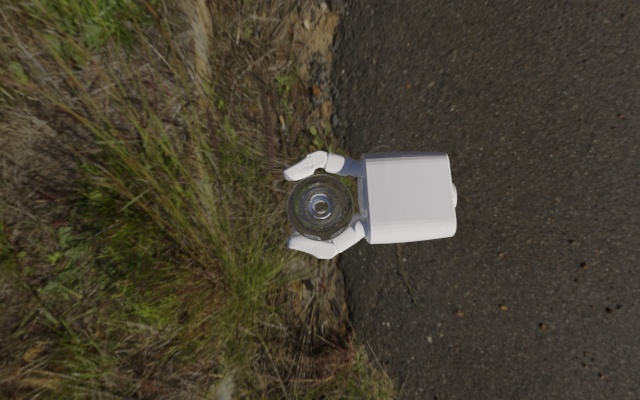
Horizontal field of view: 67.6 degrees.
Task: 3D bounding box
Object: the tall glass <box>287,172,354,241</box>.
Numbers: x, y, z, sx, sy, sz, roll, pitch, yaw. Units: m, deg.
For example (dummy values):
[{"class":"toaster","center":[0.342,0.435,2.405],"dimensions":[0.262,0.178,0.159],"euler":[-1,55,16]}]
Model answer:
[{"class":"tall glass","center":[0.000,0.002,0.624],"dimensions":[0.079,0.079,0.201],"euler":[0,4,0]}]
